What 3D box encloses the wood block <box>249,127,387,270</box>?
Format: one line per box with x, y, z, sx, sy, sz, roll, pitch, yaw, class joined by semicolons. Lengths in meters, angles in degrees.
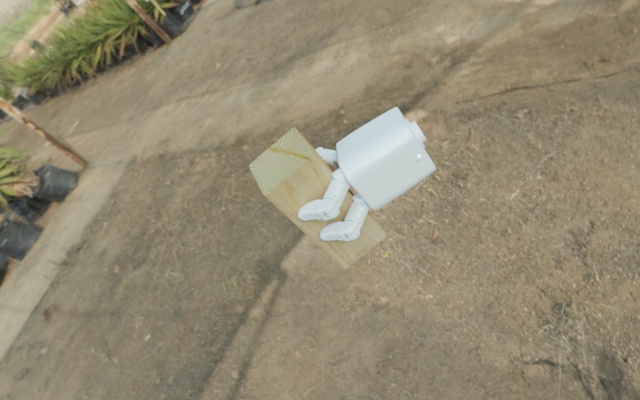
0.000;0.002;0.717;0.206;0.090;0.090;46;7;-38;wood block
